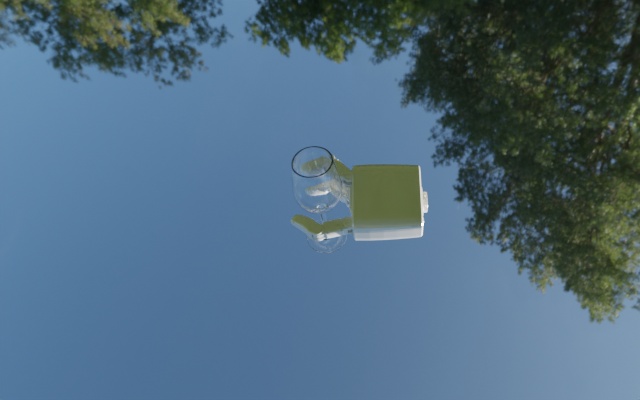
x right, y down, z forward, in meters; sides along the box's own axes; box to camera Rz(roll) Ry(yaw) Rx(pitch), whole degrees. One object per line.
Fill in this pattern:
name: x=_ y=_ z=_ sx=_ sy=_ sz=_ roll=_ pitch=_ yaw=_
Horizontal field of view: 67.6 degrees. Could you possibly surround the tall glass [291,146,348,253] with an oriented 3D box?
tall glass: x=0.000 y=0.003 z=0.774 sx=0.079 sy=0.079 sz=0.201 roll=0 pitch=-37 yaw=9
